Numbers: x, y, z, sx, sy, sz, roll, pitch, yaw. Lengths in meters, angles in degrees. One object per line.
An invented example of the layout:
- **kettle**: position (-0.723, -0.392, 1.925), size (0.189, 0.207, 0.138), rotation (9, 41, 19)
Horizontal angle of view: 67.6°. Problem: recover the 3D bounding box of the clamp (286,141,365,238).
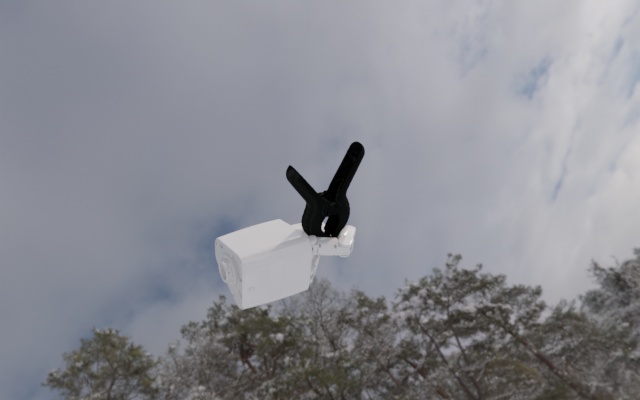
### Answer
- **clamp**: position (0.000, 0.002, 0.675), size (0.120, 0.172, 0.039), rotation (-11, 36, -26)
